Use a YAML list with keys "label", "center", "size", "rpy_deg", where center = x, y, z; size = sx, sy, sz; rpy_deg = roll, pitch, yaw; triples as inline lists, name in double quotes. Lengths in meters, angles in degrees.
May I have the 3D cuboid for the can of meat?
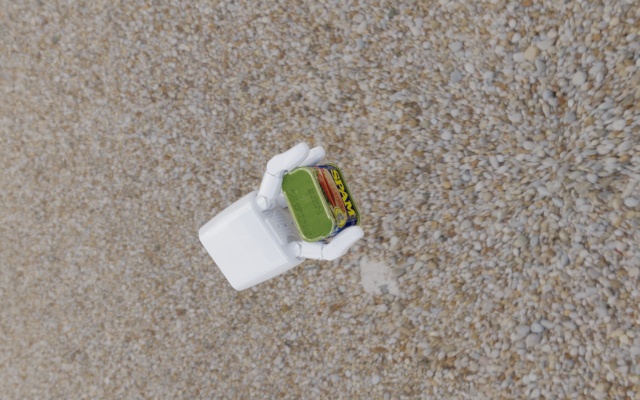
- label: "can of meat"
  center: [0.000, 0.002, 0.629]
  size: [0.057, 0.102, 0.084]
  rpy_deg: [-26, -8, 26]
